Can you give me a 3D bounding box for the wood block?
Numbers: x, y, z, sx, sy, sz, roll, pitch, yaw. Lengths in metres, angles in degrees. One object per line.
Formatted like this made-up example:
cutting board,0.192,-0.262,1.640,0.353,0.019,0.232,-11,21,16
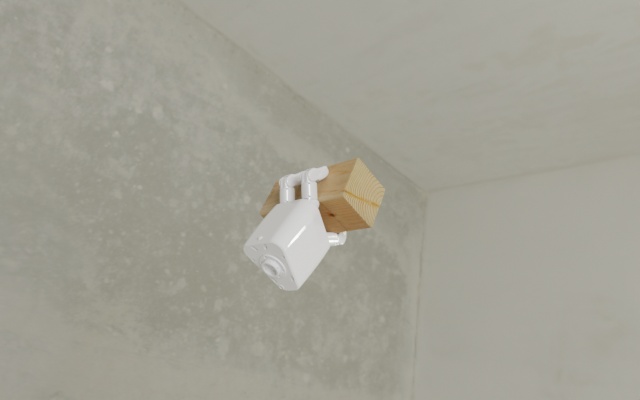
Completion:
wood block,0.000,0.003,0.873,0.206,0.090,0.091,-12,-47,42
